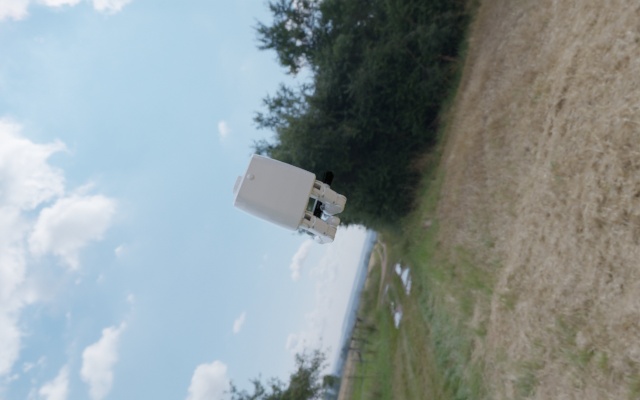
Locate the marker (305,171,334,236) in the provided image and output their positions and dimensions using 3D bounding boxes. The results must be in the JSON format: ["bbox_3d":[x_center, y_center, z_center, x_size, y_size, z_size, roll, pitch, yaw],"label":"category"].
[{"bbox_3d":[0.000,0.003,0.806,0.020,0.121,0.020,14,-25,7],"label":"marker"}]
